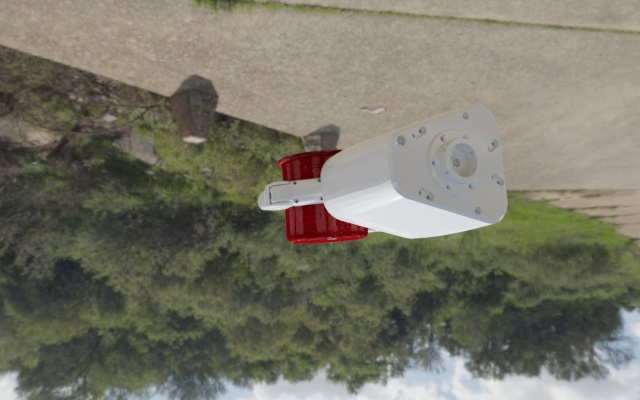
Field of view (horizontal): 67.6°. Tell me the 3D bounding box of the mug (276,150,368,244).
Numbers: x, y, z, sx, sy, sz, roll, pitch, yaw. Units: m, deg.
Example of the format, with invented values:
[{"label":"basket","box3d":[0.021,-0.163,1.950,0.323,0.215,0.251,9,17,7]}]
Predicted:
[{"label":"mug","box3d":[-0.001,0.002,0.489,0.093,0.081,0.117,-1,-8,-23]}]
